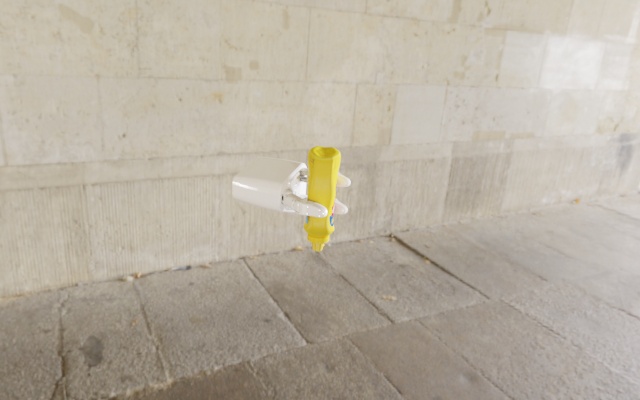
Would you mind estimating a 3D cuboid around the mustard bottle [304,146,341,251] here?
[{"bbox_3d":[0.000,0.003,0.872,0.058,0.192,0.096,4,19,-2],"label":"mustard bottle"}]
